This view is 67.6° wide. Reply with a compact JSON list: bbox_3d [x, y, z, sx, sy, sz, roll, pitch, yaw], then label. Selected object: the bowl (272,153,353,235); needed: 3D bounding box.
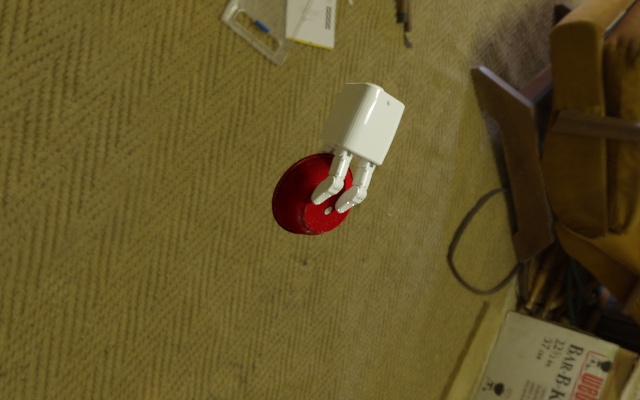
[{"bbox_3d":[0.000,0.004,0.819,0.162,0.162,0.055,0,29,-33],"label":"bowl"}]
